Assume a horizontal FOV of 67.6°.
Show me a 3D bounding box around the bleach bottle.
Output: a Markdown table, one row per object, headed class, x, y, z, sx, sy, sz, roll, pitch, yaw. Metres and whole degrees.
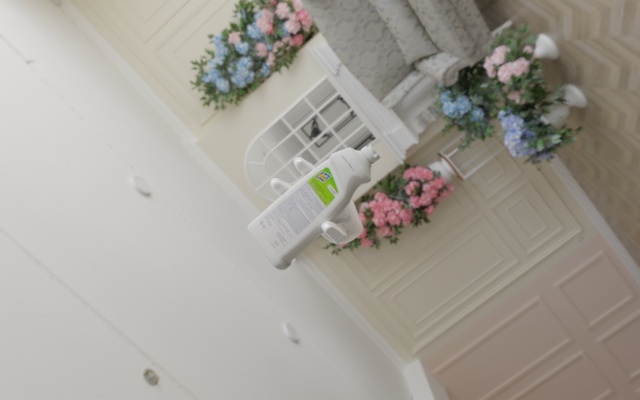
| class | x | y | z | sx | sy | sz | roll | pitch | yaw |
| --- | --- | --- | --- | --- | --- | --- | --- | --- | --- |
| bleach bottle | 0.000 | 0.003 | 0.807 | 0.251 | 0.102 | 0.068 | -40 | -13 | 9 |
